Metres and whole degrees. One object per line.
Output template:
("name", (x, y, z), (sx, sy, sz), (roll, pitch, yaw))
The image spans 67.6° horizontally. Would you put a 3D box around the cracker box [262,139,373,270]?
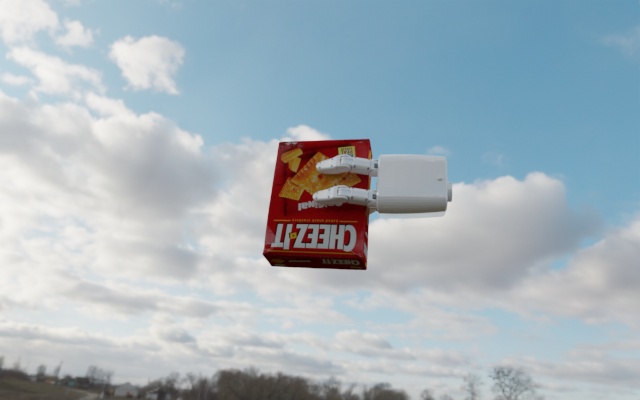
("cracker box", (0.000, 0.003, 0.802), (0.164, 0.213, 0.072), (0, -25, 12))
